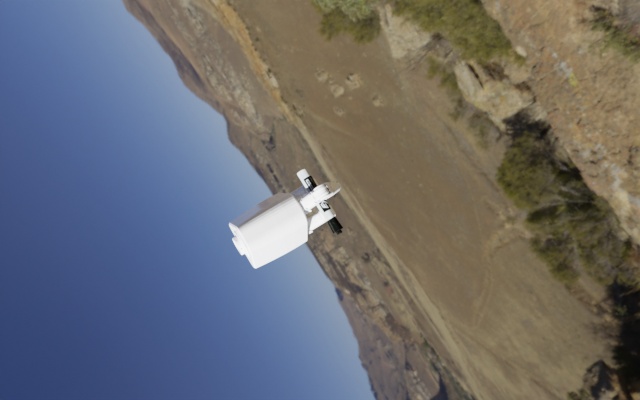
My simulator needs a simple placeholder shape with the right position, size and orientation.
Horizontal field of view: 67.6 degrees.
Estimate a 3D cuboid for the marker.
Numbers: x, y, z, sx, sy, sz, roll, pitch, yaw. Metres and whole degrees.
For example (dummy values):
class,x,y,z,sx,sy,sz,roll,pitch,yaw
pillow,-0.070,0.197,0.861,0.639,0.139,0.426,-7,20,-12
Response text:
class,x,y,z,sx,sy,sz,roll,pitch,yaw
marker,0.000,0.003,0.777,0.020,0.121,0.020,-31,-6,-4
